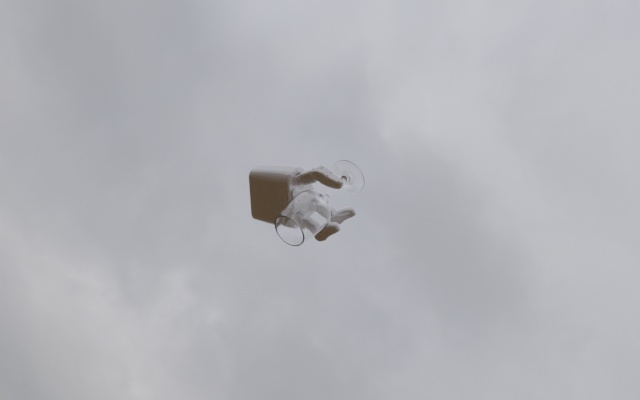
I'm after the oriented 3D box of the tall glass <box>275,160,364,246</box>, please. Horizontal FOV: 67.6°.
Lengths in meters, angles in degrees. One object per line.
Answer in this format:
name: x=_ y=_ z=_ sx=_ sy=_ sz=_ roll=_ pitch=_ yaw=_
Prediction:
tall glass: x=0.001 y=0.002 z=0.873 sx=0.079 sy=0.079 sz=0.201 roll=0 pitch=30 yaw=38
